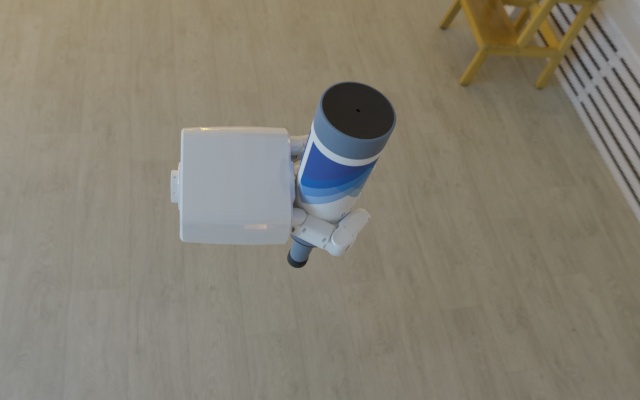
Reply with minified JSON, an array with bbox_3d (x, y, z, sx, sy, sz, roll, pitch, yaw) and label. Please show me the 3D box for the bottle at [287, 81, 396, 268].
[{"bbox_3d":[0.000,0.002,0.516,0.069,0.069,0.296,0,-31,-14],"label":"bottle"}]
